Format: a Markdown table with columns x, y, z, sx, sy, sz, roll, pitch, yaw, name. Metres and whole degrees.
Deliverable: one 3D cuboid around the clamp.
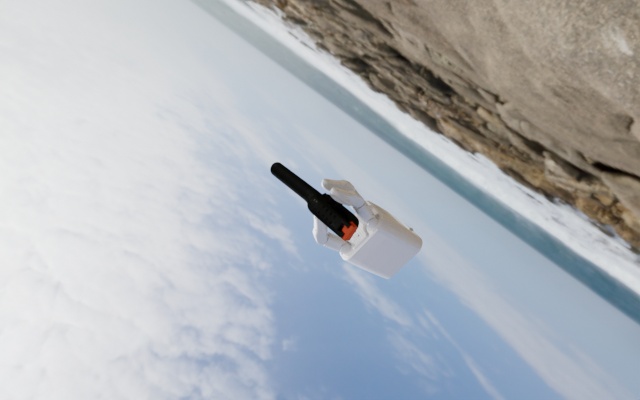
| x | y | z | sx | sy | sz | roll | pitch | yaw | name |
| --- | --- | --- | --- | --- | --- | --- | --- | --- | --- |
| 0.000 | 0.004 | 0.806 | 0.164 | 0.036 | 0.210 | 26 | 13 | -24 | clamp |
